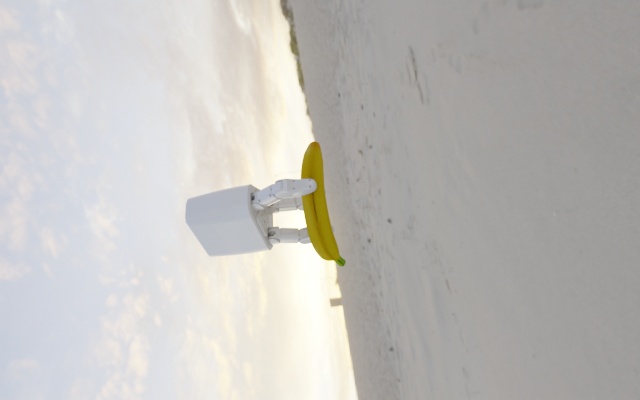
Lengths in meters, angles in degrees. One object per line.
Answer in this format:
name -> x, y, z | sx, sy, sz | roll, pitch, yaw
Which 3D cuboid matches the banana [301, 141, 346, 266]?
banana -> -0.004, 0.005, 0.712 | 0.037, 0.198, 0.069 | -12, -4, 15
